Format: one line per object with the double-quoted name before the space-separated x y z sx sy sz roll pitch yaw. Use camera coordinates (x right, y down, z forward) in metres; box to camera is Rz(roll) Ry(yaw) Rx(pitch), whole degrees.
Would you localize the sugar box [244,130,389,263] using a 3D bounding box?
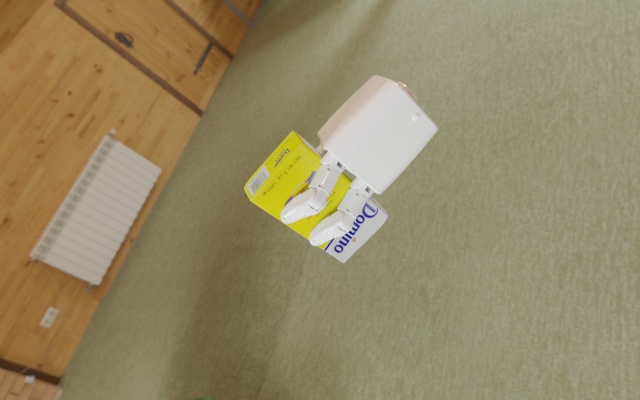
"sugar box" 0.000 0.002 0.600 0.176 0.093 0.048 37 11 -34
